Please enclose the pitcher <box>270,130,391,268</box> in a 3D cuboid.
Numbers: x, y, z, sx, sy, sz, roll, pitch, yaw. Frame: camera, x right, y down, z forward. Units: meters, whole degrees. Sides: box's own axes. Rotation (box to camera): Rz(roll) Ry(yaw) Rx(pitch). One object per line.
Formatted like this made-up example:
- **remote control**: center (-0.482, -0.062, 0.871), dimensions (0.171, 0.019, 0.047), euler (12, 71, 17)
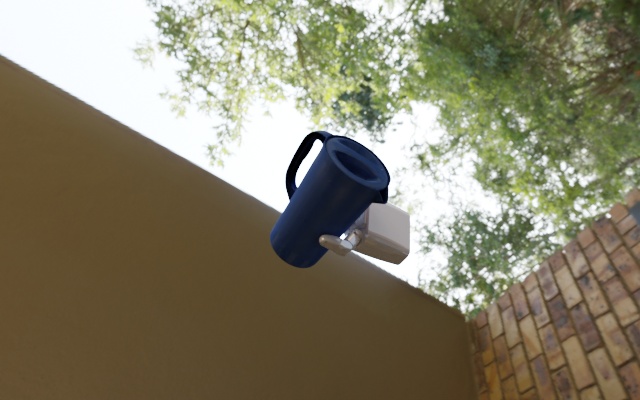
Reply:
- **pitcher**: center (0.000, 0.003, 0.865), dimensions (0.145, 0.243, 0.149), euler (22, 35, -22)
